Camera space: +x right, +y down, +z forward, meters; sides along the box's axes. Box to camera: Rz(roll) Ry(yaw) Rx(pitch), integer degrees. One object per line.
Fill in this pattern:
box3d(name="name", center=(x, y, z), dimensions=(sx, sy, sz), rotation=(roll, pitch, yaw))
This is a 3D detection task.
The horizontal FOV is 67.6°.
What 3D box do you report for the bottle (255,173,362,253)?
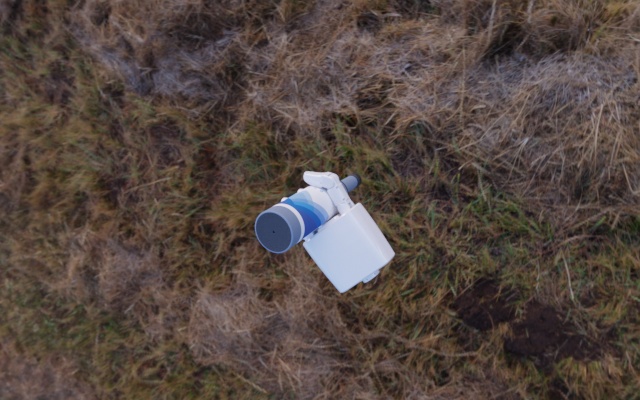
box3d(name="bottle", center=(0.000, 0.003, 0.816), dimensions=(0.069, 0.069, 0.295), rotation=(0, 17, 29))
